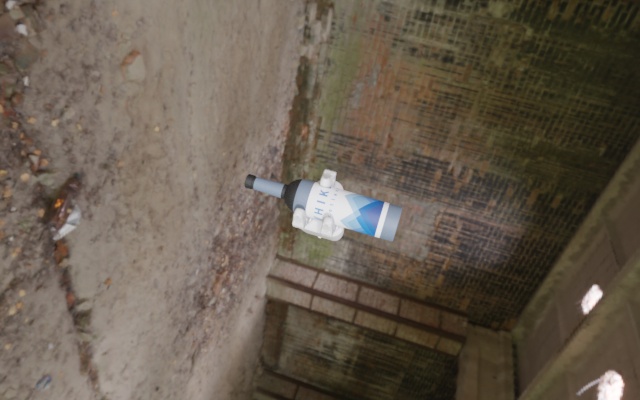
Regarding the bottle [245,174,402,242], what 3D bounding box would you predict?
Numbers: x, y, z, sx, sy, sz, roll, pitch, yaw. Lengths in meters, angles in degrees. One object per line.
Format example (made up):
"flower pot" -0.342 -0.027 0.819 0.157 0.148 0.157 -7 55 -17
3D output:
"bottle" 0.000 0.003 0.891 0.295 0.069 0.069 16 2 8
